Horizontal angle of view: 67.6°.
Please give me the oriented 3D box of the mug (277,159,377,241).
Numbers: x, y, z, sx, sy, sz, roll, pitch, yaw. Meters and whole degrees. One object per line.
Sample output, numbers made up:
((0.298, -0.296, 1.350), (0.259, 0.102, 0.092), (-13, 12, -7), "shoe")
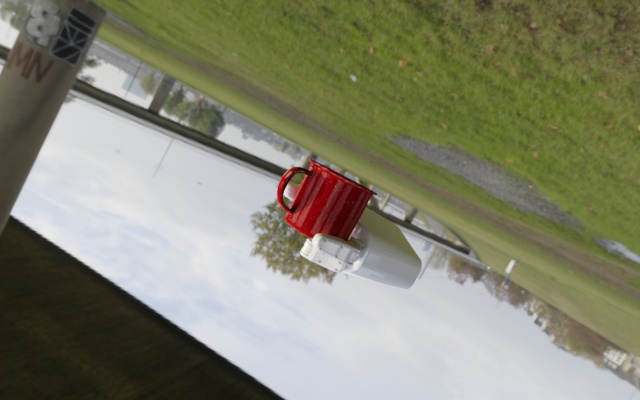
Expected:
((-0.001, 0.002, 0.575), (0.117, 0.081, 0.093), (25, 5, -32), "mug")
